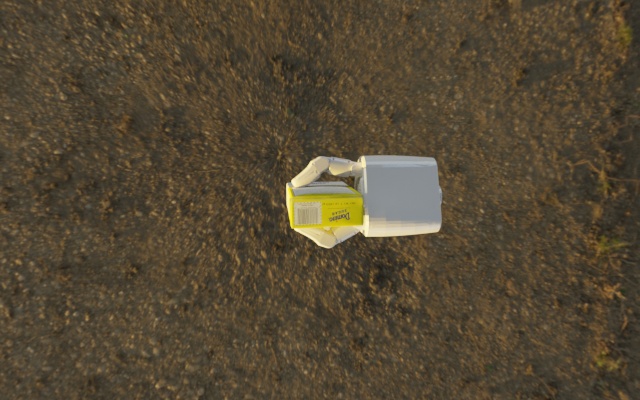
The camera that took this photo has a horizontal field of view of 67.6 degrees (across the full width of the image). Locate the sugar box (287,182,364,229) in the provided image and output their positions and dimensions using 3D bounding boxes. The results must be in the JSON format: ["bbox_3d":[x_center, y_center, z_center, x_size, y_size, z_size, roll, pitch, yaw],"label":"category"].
[{"bbox_3d":[0.000,0.003,0.671,0.093,0.048,0.176,-1,6,-5],"label":"sugar box"}]
